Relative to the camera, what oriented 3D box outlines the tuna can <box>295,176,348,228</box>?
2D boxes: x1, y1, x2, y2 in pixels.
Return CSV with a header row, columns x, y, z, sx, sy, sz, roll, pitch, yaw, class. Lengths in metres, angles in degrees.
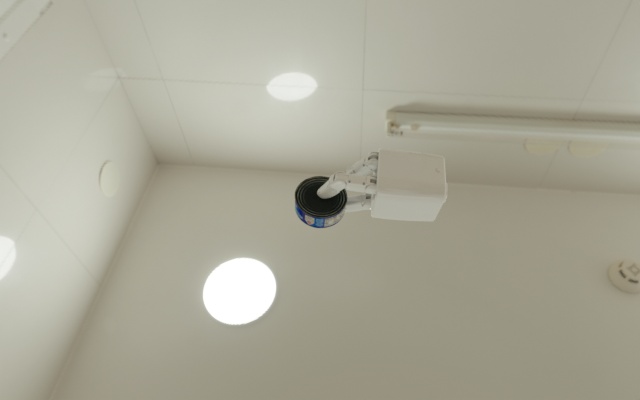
x,y,z,sx,sy,sz,roll,pitch,yaw,class
0.000,0.003,0.783,0.086,0.086,0.034,0,-38,-4,tuna can
